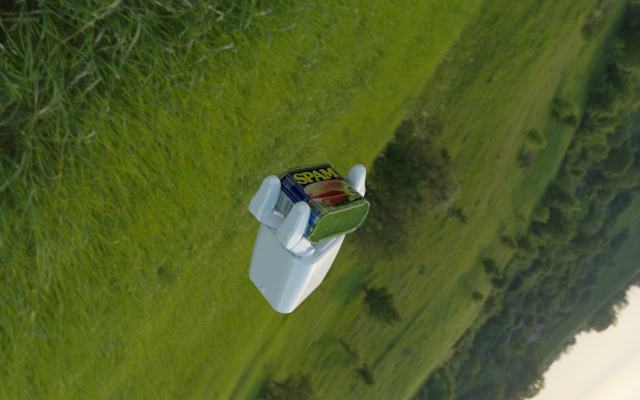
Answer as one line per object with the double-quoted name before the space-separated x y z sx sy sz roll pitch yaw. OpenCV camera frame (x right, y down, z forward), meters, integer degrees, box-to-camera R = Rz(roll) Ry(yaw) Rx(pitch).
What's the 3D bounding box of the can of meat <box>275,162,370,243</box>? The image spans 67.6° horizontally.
"can of meat" 0.000 0.002 0.600 0.102 0.057 0.084 -14 48 -43
